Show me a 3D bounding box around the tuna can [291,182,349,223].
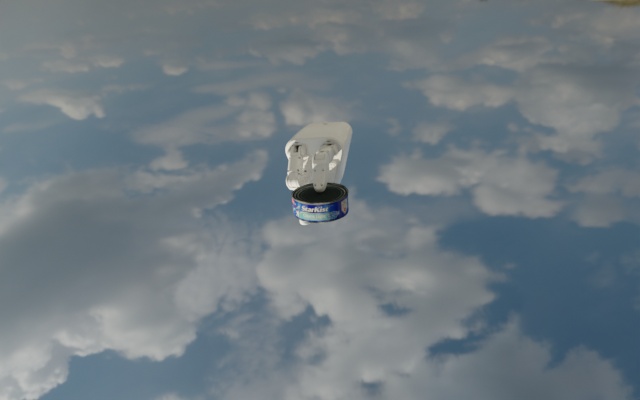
[{"bbox_3d":[0.000,0.003,0.721,0.086,0.034,0.086,-3,22,1],"label":"tuna can"}]
